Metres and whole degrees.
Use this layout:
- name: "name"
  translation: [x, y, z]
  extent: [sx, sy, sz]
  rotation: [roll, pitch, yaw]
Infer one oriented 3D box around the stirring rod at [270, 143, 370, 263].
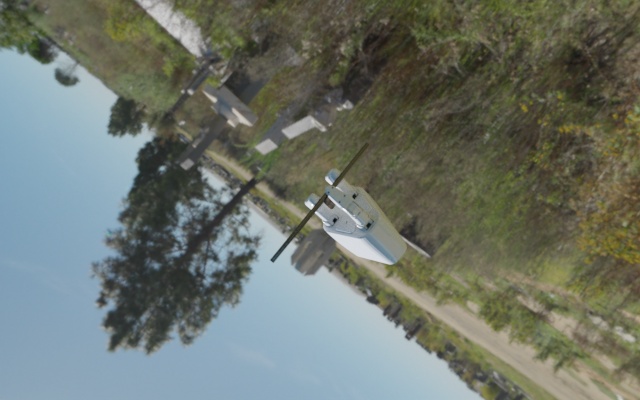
- name: "stirring rod"
  translation: [0.000, 0.002, 0.753]
  extent: [0.011, 0.239, 0.011]
  rotation: [39, -5, 4]
